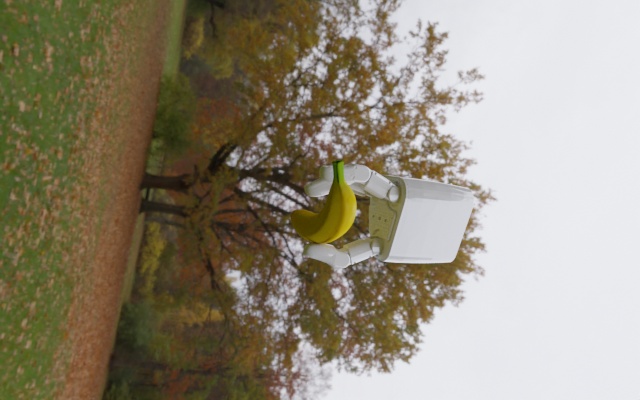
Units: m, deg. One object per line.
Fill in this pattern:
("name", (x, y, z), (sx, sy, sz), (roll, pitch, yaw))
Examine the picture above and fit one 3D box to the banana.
("banana", (0.003, 0.019, 0.580), (0.037, 0.069, 0.198), (-1, -18, -20))
